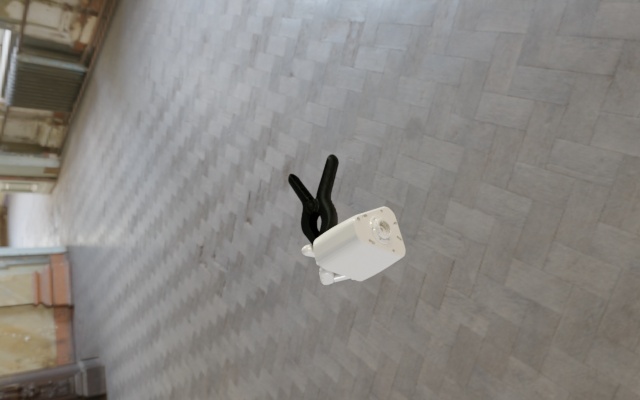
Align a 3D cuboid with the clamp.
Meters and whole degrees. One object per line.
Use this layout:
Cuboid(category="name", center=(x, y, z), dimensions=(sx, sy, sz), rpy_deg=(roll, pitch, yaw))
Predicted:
Cuboid(category="clamp", center=(0.000, 0.003, 0.862), dimensions=(0.039, 0.171, 0.120), rpy_deg=(4, -29, -42))
